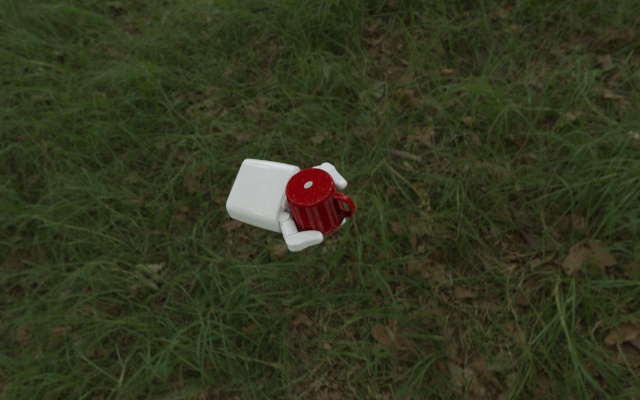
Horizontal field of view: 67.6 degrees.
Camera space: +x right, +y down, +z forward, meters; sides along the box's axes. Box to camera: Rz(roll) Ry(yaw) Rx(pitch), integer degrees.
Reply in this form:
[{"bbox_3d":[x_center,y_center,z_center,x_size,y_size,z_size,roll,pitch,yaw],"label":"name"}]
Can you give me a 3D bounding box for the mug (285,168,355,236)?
[{"bbox_3d":[0.001,0.003,0.788,0.117,0.093,0.082,12,-34,22],"label":"mug"}]
